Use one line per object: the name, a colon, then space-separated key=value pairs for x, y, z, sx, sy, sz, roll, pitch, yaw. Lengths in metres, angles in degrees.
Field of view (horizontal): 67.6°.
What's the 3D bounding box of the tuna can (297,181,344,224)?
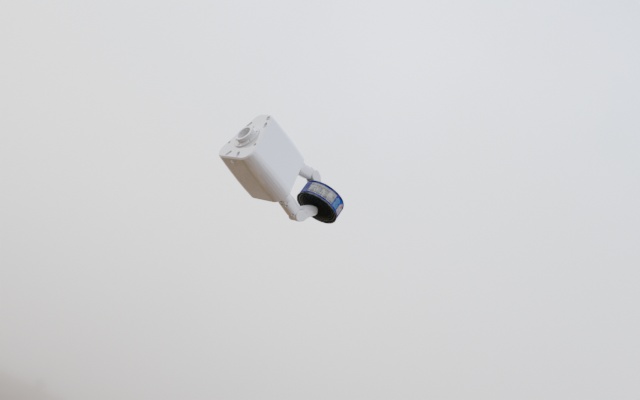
tuna can: x=0.000 y=0.003 z=0.889 sx=0.086 sy=0.033 sz=0.086 roll=27 pitch=-28 yaw=16
